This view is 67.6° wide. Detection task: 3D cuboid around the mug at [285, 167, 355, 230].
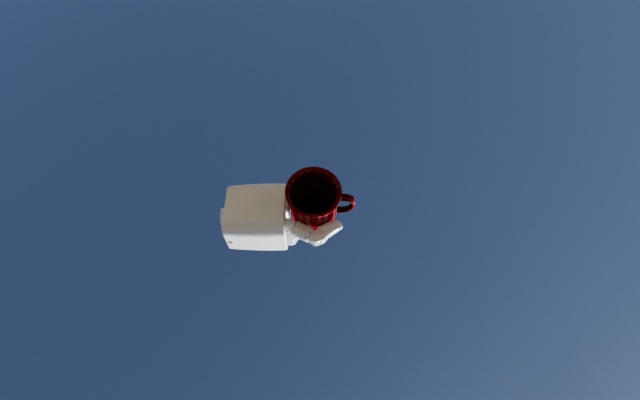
[{"bbox_3d":[0.002,0.003,0.810,0.117,0.093,0.081,1,-26,0],"label":"mug"}]
